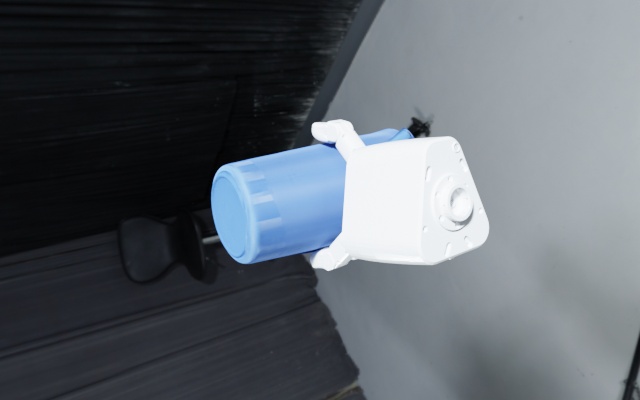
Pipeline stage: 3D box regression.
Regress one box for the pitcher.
[{"bbox_3d":[0.000,0.002,0.570,0.243,0.149,0.145,-13,8,-32],"label":"pitcher"}]
